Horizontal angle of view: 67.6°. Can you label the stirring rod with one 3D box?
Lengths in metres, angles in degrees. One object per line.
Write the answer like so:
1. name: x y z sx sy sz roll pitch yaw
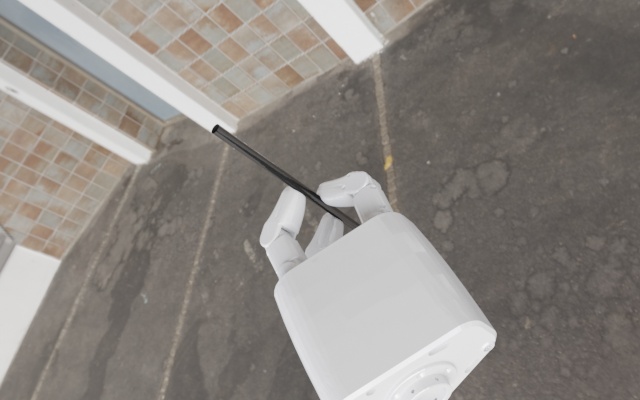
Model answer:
1. stirring rod: 0.000 0.001 0.419 0.011 0.011 0.240 0 -26 44
